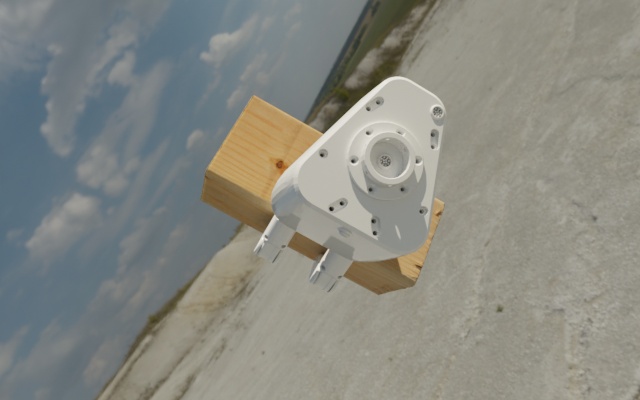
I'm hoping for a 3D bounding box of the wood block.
[{"bbox_3d":[0.000,0.001,0.463,0.206,0.090,0.090,29,-22,-6],"label":"wood block"}]
